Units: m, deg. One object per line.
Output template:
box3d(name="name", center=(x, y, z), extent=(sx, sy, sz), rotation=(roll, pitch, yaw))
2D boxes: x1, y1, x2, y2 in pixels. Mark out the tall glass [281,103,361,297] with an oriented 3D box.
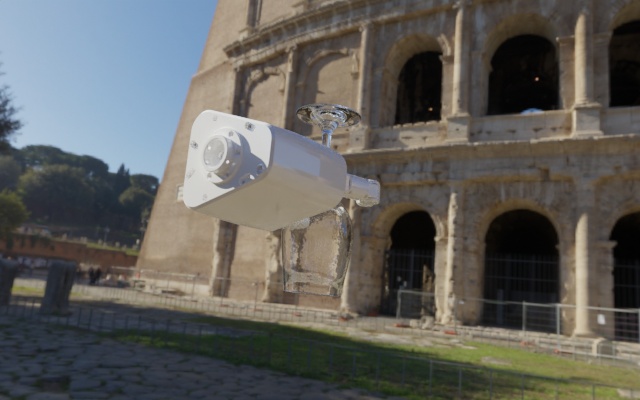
box3d(name="tall glass", center=(0.000, 0.001, 0.523), extent=(0.079, 0.201, 0.079), rotation=(5, -10, 1))
